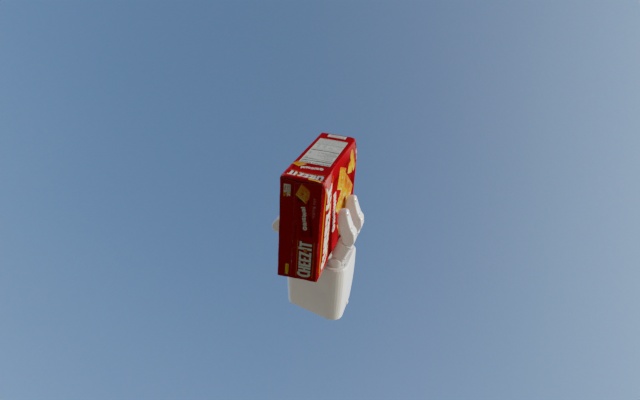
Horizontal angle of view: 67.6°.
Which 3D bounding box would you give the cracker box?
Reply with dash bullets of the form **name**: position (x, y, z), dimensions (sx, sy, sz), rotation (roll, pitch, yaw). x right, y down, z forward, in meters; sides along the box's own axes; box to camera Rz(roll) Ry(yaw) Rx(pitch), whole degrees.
- **cracker box**: position (0.000, 0.002, 0.763), dimensions (0.072, 0.164, 0.213), rotation (10, 26, 13)
